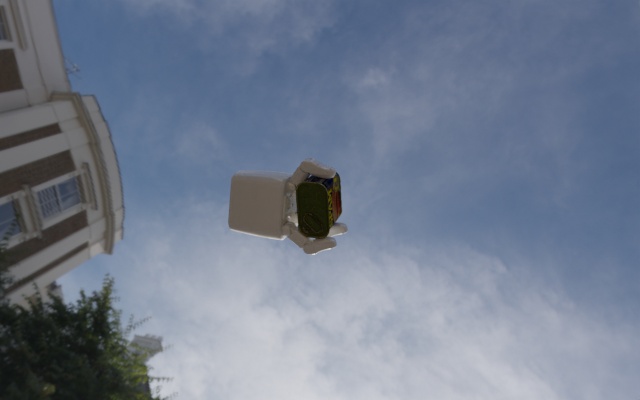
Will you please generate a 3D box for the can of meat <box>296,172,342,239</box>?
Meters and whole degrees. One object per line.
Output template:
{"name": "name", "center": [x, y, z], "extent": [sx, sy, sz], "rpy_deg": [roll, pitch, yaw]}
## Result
{"name": "can of meat", "center": [0.000, 0.003, 0.834], "extent": [0.057, 0.102, 0.084], "rpy_deg": [5, 23, 19]}
